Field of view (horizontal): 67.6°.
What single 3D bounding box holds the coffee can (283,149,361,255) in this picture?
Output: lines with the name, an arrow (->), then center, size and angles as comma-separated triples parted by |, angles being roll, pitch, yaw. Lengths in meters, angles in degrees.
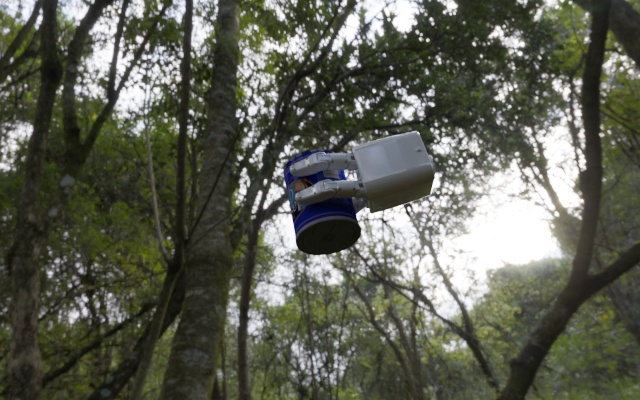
coffee can -> 0.000, 0.003, 0.769 | 0.103, 0.140, 0.103 | -9, -35, -6
